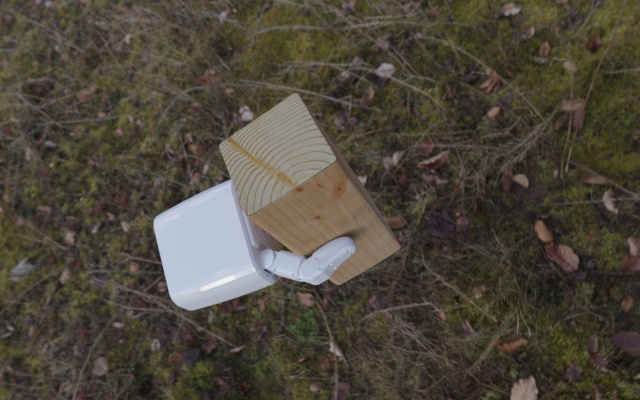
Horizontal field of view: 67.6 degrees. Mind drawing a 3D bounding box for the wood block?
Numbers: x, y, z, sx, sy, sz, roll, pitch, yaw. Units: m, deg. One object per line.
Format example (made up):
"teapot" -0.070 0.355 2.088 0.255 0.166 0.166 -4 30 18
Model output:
"wood block" 0.000 0.002 0.490 0.090 0.090 0.206 -32 -34 8
